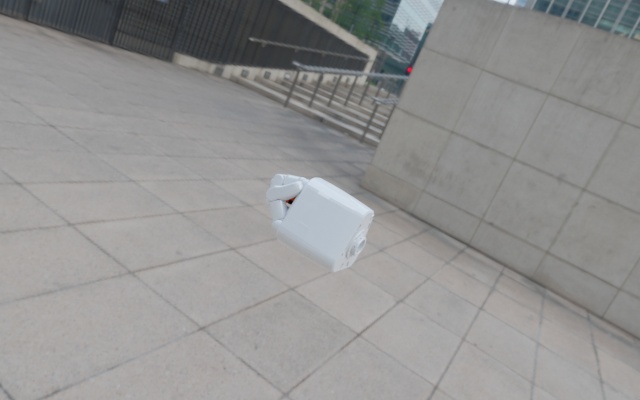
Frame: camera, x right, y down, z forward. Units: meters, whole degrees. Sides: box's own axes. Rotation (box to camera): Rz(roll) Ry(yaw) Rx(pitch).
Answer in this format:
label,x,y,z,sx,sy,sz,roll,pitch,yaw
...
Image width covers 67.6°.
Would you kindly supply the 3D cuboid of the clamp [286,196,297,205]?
label,x,y,z,sx,sy,sz,roll,pitch,yaw
clamp,0.000,0.002,0.841,0.120,0.039,0.171,32,16,21
